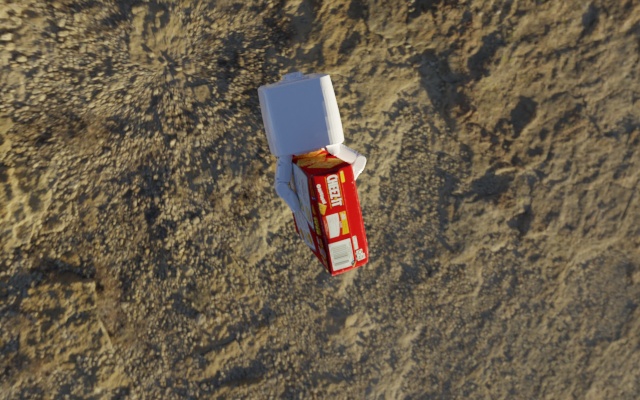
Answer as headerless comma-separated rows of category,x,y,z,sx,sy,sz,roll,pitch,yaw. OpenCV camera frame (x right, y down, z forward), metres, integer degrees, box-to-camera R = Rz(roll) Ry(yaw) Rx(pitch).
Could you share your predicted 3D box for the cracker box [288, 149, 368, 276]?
cracker box,0.000,0.003,0.791,0.072,0.164,0.213,-16,20,-13
